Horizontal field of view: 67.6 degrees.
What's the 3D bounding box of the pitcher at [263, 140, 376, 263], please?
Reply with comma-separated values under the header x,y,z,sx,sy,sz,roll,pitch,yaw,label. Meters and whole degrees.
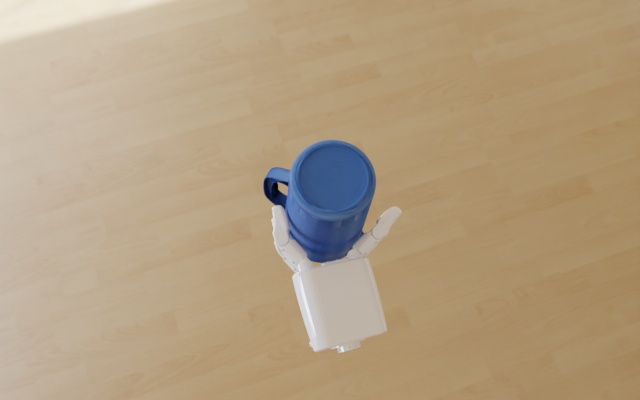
x,y,z,sx,sy,sz,roll,pitch,yaw,label
0.000,0.002,0.694,0.149,0.145,0.243,-15,-16,-7,pitcher
